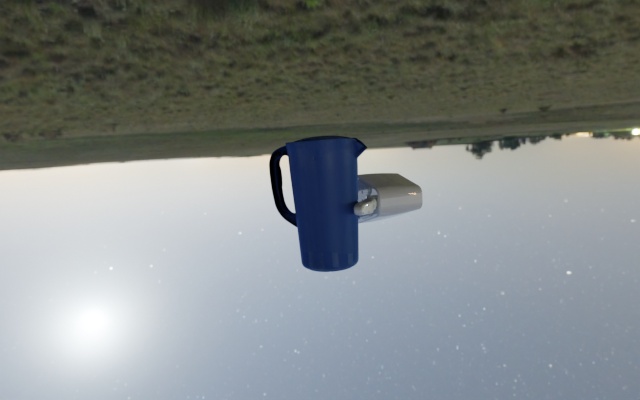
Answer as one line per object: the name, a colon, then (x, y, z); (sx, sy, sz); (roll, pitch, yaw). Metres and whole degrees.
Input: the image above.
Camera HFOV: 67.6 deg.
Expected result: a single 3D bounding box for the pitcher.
pitcher: (0.000, 0.003, 0.888); (0.145, 0.243, 0.149); (-7, 8, -27)
